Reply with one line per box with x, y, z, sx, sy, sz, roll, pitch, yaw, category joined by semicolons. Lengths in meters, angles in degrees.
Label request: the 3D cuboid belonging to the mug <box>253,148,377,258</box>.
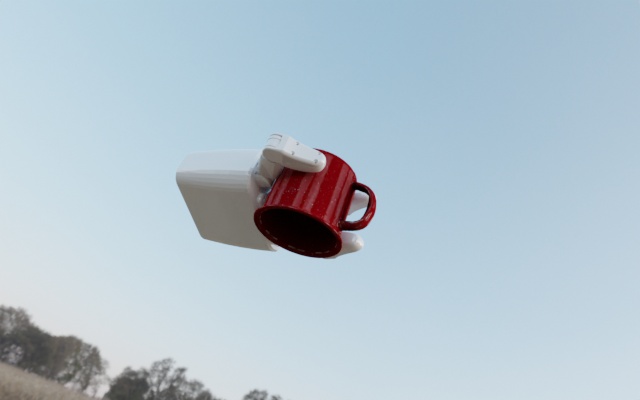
0.001;0.001;0.485;0.117;0.081;0.093;4;-35;26;mug
